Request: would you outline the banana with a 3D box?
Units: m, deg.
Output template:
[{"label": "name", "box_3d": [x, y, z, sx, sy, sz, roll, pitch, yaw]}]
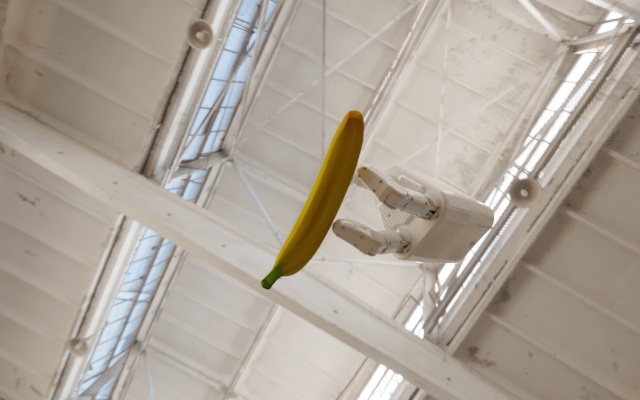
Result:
[{"label": "banana", "box_3d": [0.001, 0.003, 0.490, 0.037, 0.198, 0.069, 27, 10, 5]}]
